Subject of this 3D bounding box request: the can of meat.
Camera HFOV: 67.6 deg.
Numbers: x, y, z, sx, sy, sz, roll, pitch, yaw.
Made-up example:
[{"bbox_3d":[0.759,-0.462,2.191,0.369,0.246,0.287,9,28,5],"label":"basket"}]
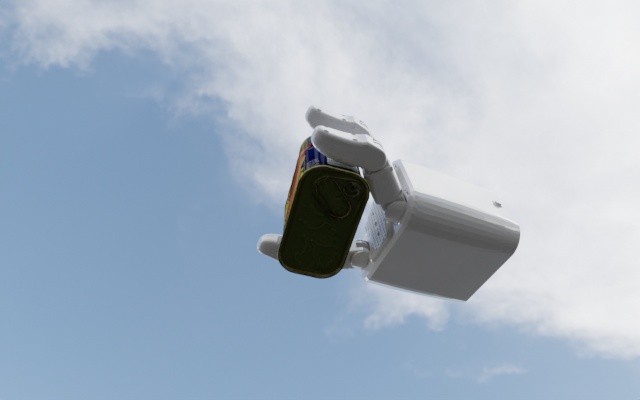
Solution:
[{"bbox_3d":[0.000,0.001,0.419,0.057,0.102,0.084,13,26,-9],"label":"can of meat"}]
